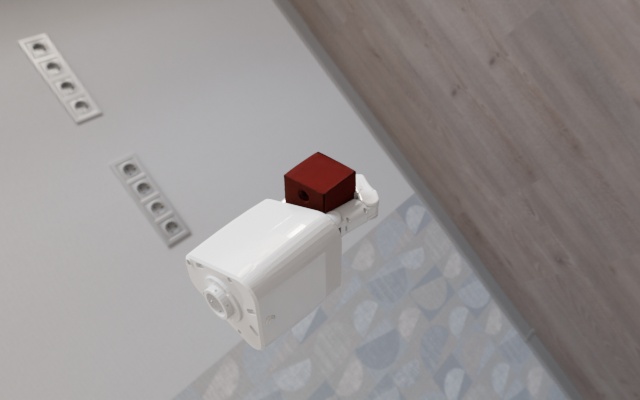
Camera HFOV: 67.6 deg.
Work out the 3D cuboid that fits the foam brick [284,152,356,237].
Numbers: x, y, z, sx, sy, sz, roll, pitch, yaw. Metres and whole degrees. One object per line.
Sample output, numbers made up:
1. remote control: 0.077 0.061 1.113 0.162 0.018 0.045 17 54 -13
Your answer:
1. foam brick: 0.000 0.001 0.486 0.053 0.078 0.051 29 47 32
